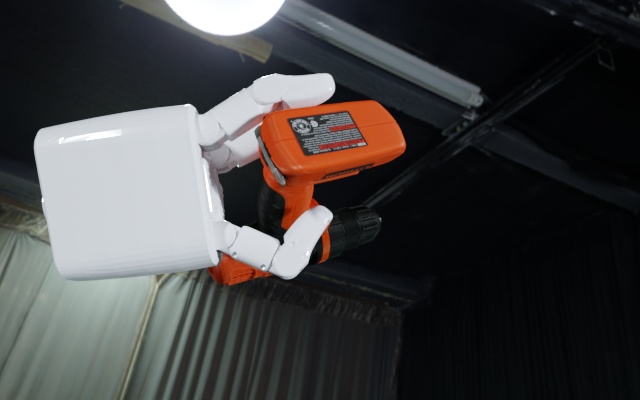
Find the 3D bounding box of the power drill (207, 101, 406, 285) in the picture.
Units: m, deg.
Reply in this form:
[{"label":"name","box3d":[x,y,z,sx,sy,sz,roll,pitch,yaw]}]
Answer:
[{"label":"power drill","box3d":[0.000,0.001,0.411,0.184,0.057,0.188,-14,-30,-28]}]
